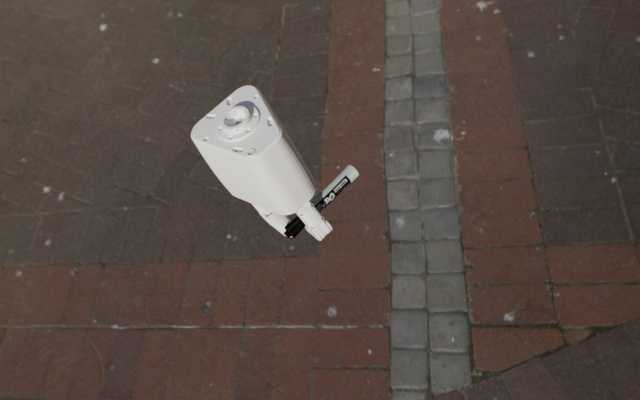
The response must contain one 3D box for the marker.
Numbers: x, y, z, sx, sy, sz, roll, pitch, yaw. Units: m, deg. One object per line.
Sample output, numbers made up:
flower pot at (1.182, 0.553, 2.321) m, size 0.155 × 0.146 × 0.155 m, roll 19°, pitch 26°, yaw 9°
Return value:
marker at (0.000, 0.002, 0.596) m, size 0.121 × 0.020 × 0.020 m, roll -44°, pitch 10°, yaw -11°
